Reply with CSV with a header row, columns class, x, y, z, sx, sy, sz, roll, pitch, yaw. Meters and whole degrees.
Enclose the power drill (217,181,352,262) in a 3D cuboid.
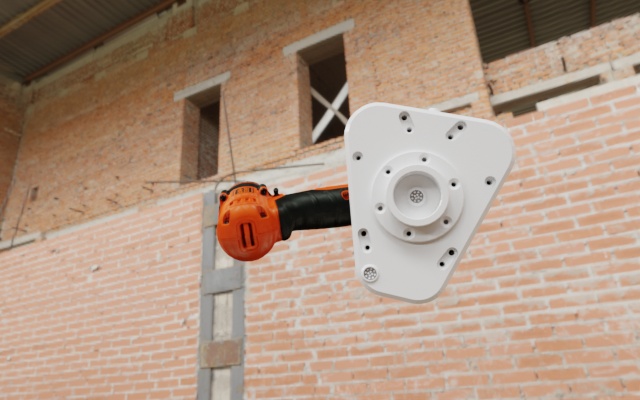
class,x,y,z,sx,sy,sz,roll,pitch,yaw
power drill,0.001,0.001,0.439,0.187,0.057,0.184,-11,12,-6
